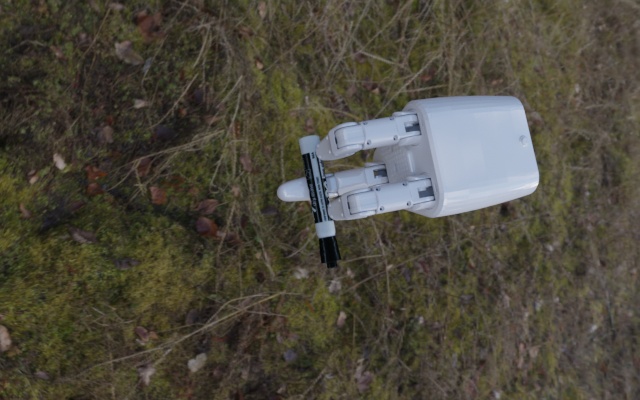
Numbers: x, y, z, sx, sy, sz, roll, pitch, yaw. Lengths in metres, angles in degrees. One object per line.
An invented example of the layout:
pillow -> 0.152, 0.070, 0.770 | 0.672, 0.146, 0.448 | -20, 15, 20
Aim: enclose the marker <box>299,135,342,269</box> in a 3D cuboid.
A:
marker -> 0.000, 0.001, 0.436 | 0.020, 0.121, 0.020 | -11, -4, -1
